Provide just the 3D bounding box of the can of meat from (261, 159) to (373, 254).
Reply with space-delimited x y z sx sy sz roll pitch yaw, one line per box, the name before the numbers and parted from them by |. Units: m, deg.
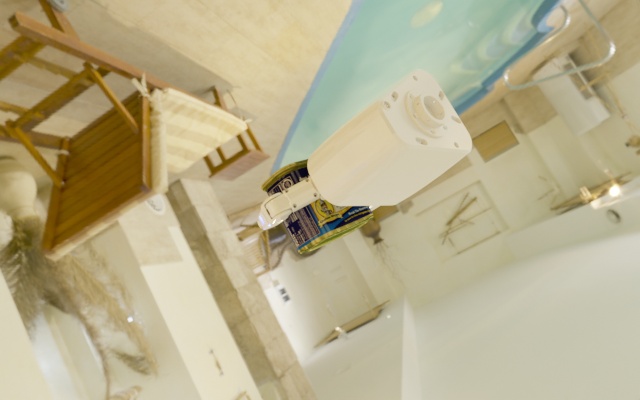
can of meat | 0.000 0.002 0.513 0.102 0.084 0.057 -20 -13 -45
